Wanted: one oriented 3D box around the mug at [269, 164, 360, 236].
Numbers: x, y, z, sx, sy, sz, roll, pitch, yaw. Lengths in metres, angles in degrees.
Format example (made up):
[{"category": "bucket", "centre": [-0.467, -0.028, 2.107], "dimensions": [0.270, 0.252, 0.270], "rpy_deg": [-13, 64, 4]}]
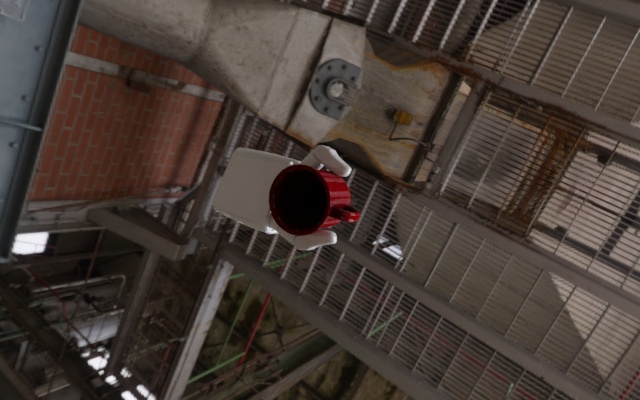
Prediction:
[{"category": "mug", "centre": [0.001, 0.002, 0.648], "dimensions": [0.117, 0.093, 0.081], "rpy_deg": [19, 10, 26]}]
